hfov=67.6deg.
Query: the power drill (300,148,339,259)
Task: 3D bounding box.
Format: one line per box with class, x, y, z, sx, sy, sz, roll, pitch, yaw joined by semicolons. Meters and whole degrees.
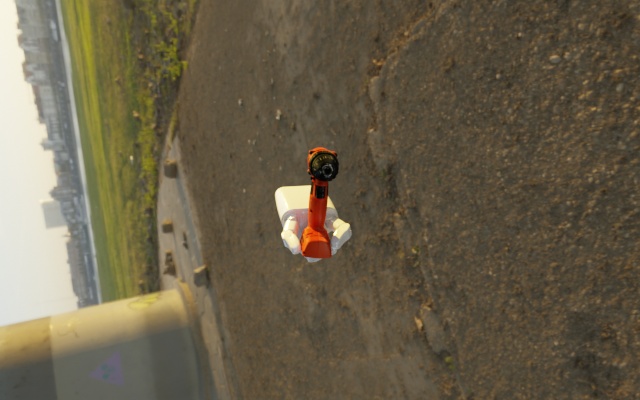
power drill;0.000;0.003;0.842;0.057;0.188;0.184;5;11;-3
